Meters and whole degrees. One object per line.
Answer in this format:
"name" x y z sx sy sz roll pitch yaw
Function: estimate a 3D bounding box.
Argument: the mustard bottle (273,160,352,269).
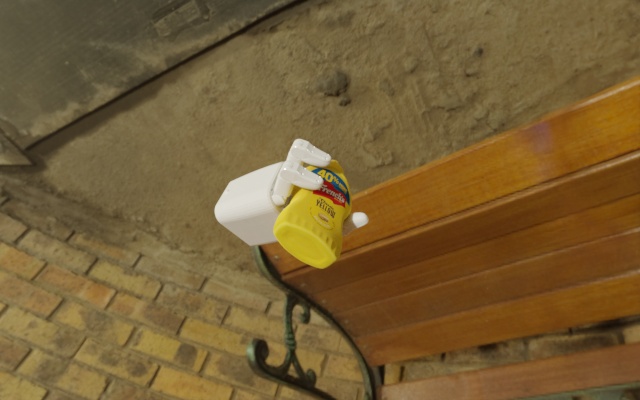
"mustard bottle" 0.000 0.002 0.700 0.096 0.191 0.058 37 -50 -15
